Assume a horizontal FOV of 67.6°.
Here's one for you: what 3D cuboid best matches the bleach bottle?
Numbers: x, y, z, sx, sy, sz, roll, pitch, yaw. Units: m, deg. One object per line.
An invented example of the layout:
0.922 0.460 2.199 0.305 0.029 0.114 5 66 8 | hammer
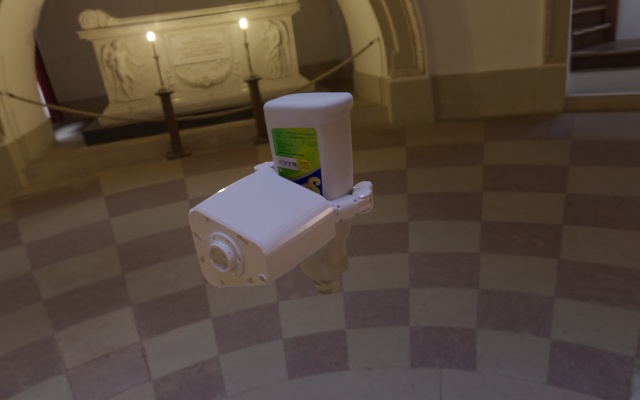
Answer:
0.000 0.002 0.574 0.102 0.251 0.068 8 27 36 | bleach bottle
